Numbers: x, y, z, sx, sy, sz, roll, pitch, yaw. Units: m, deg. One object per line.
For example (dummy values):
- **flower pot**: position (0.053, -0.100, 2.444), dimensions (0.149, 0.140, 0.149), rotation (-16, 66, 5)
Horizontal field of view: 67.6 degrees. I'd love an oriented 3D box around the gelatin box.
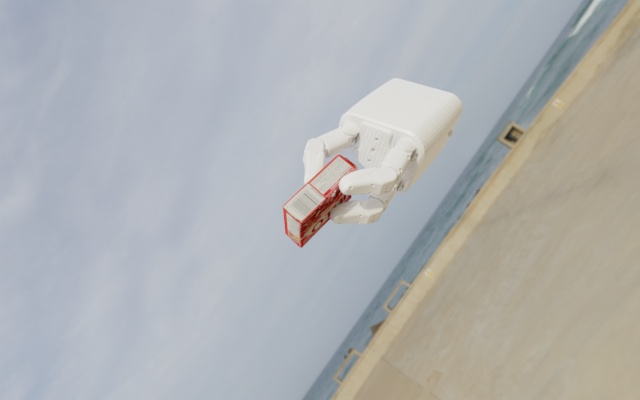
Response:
- **gelatin box**: position (0.000, 0.002, 0.518), dimensions (0.030, 0.089, 0.073), rotation (41, -21, 15)
